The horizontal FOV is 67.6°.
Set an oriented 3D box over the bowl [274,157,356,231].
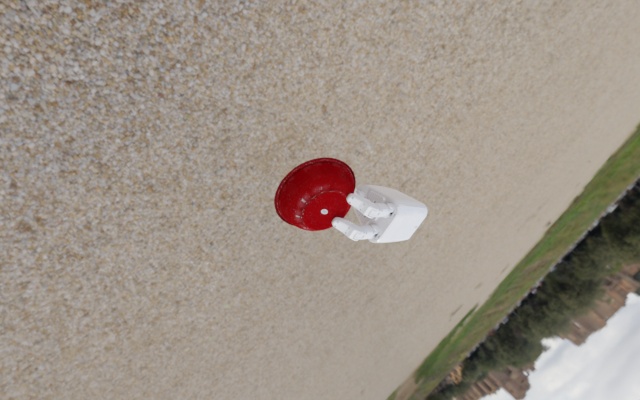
[{"bbox_3d":[-0.001,0.003,0.870,0.162,0.162,0.055,0,38,-26],"label":"bowl"}]
